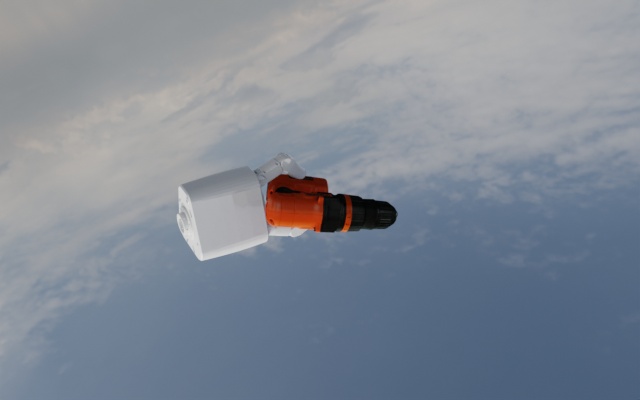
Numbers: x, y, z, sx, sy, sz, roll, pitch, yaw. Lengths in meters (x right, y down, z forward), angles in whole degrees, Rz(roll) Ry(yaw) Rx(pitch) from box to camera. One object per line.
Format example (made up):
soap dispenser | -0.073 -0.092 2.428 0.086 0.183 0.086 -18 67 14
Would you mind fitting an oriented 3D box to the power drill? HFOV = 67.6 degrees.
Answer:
power drill | 0.000 0.002 0.712 0.184 0.057 0.187 5 8 -16
